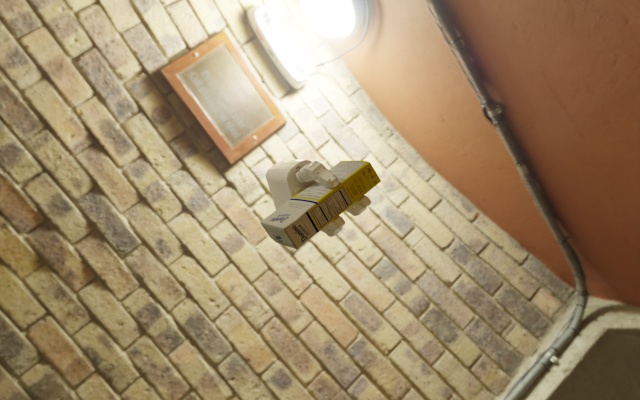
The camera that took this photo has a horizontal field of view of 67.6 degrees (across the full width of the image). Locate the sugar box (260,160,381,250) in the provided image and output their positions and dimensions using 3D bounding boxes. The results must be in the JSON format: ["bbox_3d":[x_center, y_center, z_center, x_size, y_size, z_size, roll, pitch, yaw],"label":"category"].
[{"bbox_3d":[0.000,0.003,0.740,0.176,0.048,0.093,-40,21,-20],"label":"sugar box"}]
